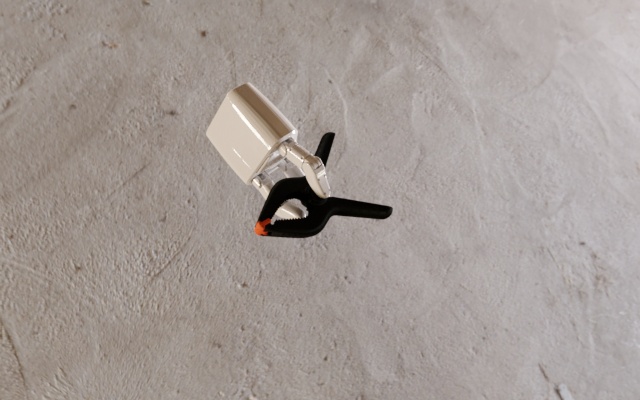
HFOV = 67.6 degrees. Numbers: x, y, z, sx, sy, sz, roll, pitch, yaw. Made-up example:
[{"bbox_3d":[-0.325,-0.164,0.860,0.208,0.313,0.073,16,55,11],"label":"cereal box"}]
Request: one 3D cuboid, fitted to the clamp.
[{"bbox_3d":[0.000,0.002,0.695,0.210,0.164,0.036,-37,-10,-33],"label":"clamp"}]
